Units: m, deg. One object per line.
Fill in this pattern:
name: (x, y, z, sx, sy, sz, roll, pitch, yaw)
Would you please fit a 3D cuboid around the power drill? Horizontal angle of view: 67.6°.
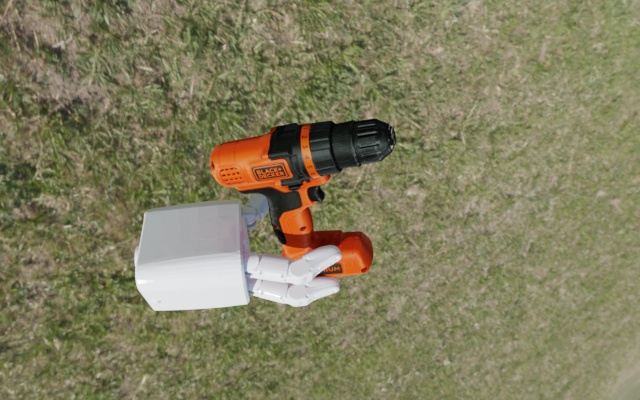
power drill: (0.000, 0.002, 0.503, 0.184, 0.188, 0.057, -6, 40, 18)
